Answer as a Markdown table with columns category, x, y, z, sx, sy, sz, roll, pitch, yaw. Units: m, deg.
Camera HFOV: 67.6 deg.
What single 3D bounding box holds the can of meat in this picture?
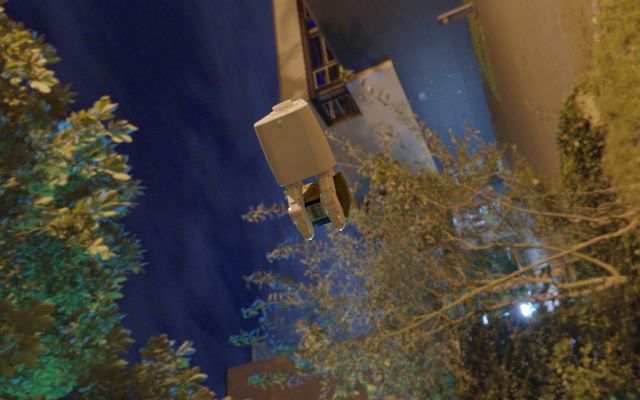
| category | x | y | z | sx | sy | sz | roll | pitch | yaw |
| --- | --- | --- | --- | --- | --- | --- | --- | --- | --- |
| can of meat | 0.000 | 0.003 | 0.796 | 0.084 | 0.057 | 0.102 | -18 | 21 | 16 |
